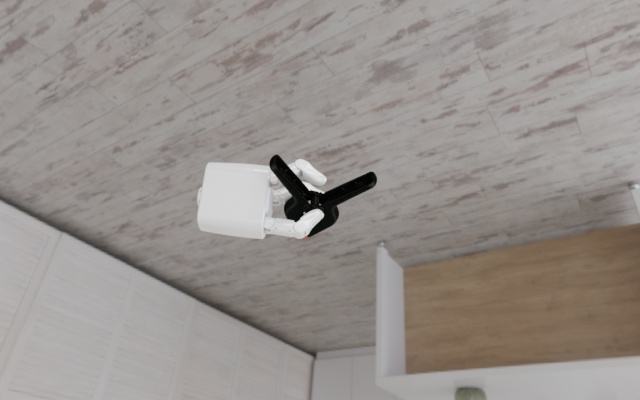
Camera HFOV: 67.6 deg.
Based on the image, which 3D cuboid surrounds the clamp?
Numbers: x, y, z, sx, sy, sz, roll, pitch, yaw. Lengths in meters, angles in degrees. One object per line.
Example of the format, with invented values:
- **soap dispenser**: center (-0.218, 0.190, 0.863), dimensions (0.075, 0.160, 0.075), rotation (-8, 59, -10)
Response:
- **clamp**: center (0.000, 0.004, 0.791), dimensions (0.164, 0.036, 0.210), rotation (7, -33, 1)
